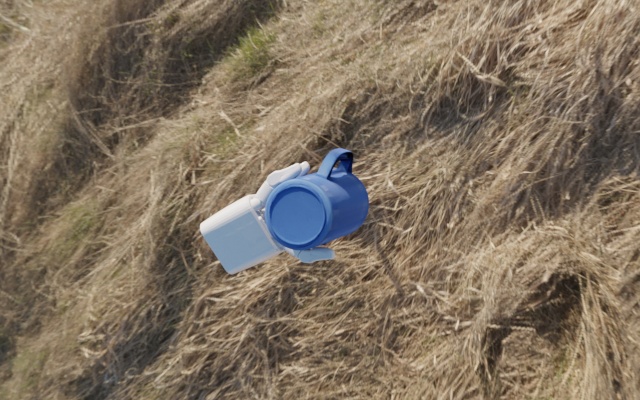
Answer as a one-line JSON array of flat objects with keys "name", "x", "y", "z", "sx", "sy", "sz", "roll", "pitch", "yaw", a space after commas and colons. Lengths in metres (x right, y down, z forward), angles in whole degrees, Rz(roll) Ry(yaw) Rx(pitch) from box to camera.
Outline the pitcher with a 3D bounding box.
[{"name": "pitcher", "x": 0.000, "y": 0.003, "z": 0.814, "sx": 0.145, "sy": 0.149, "sz": 0.243, "roll": -26, "pitch": -3, "yaw": 16}]
